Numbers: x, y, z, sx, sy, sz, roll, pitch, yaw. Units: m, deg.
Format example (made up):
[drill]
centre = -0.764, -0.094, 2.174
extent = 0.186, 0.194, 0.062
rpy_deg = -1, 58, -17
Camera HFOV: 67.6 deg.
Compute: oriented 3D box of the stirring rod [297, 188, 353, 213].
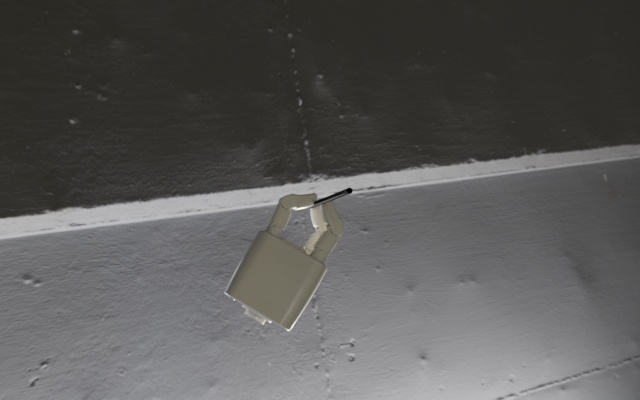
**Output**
[stirring rod]
centre = 0.000, 0.002, 0.704
extent = 0.011, 0.011, 0.239
rpy_deg = 0, -7, -18
